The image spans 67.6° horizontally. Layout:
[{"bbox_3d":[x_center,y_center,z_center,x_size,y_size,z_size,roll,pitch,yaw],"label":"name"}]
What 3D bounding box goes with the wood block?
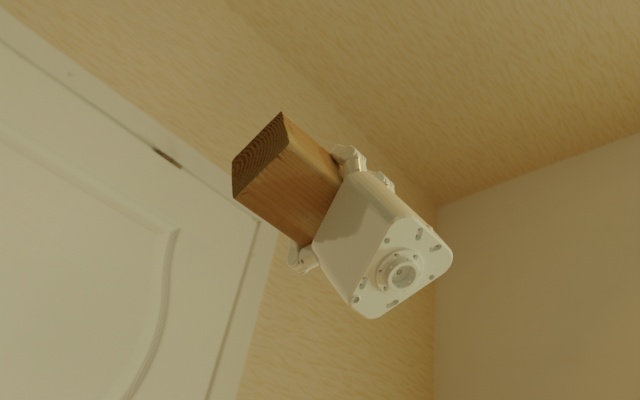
[{"bbox_3d":[0.000,0.002,0.582,0.206,0.091,0.090,39,19,-30],"label":"wood block"}]
